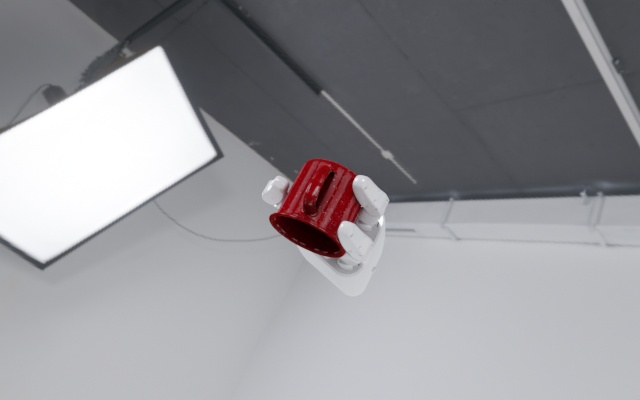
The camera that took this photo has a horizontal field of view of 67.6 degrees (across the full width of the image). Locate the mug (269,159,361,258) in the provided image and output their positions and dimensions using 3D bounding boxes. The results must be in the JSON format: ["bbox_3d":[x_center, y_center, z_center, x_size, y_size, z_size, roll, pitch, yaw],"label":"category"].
[{"bbox_3d":[0.000,0.001,0.529,0.093,0.081,0.117,21,-23,15],"label":"mug"}]
